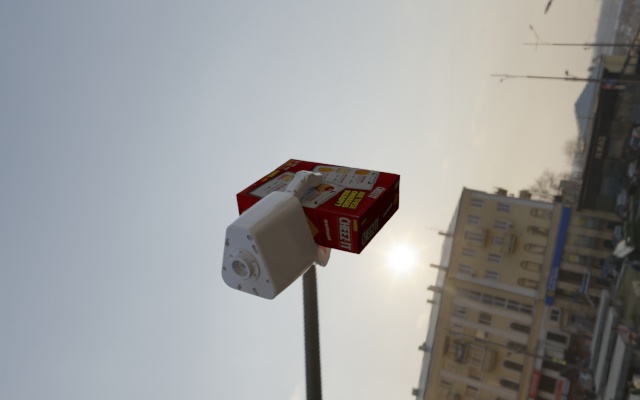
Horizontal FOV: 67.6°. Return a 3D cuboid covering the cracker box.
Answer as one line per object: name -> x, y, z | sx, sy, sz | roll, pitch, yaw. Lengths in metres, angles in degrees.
cracker box -> 0.000, 0.002, 0.769 | 0.213, 0.072, 0.164 | 11, 30, 27
